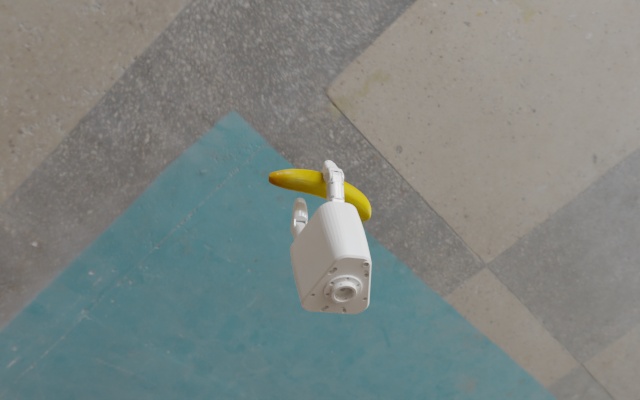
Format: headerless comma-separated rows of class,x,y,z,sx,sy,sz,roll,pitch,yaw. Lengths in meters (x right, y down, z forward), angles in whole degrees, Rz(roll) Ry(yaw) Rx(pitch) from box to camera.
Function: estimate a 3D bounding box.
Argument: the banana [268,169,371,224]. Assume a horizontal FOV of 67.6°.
banana,0.015,-0.007,0.740,0.198,0.037,0.070,30,-57,-31
